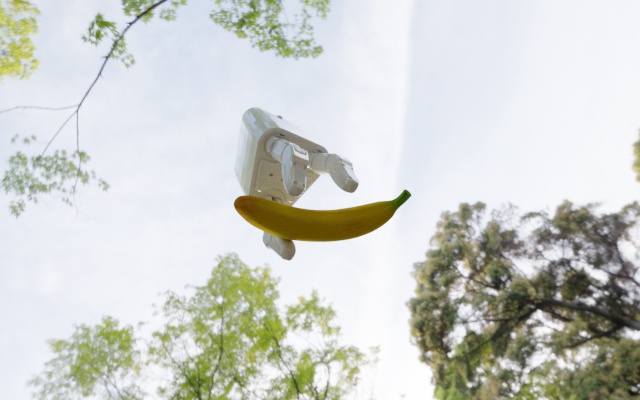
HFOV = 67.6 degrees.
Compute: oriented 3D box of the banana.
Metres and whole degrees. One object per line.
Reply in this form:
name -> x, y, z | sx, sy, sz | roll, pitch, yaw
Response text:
banana -> 0.001, 0.017, 0.528 | 0.198, 0.070, 0.037 | -4, 34, -19
